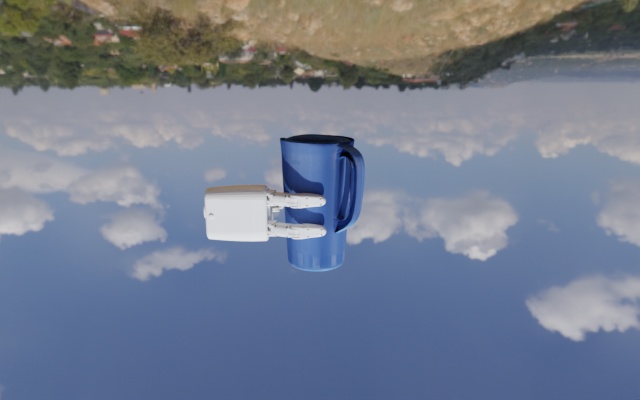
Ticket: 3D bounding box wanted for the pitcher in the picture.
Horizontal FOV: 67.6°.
[{"bbox_3d":[0.000,0.003,0.867,0.145,0.243,0.149,0,14,-1],"label":"pitcher"}]
